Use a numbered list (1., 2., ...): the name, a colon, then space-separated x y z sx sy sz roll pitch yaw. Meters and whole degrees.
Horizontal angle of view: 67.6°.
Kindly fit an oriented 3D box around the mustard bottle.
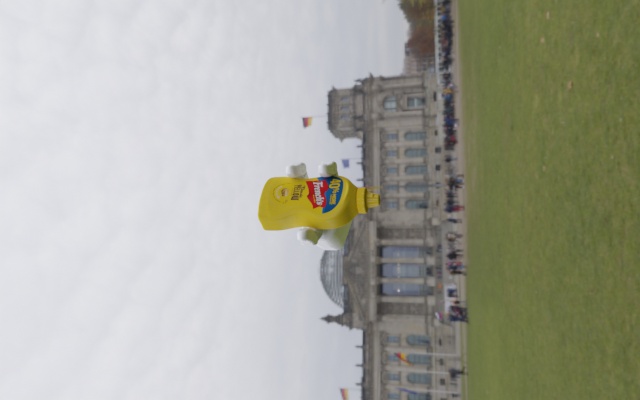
1. mustard bottle: 0.000 0.002 0.771 0.191 0.096 0.058 -1 -43 15
